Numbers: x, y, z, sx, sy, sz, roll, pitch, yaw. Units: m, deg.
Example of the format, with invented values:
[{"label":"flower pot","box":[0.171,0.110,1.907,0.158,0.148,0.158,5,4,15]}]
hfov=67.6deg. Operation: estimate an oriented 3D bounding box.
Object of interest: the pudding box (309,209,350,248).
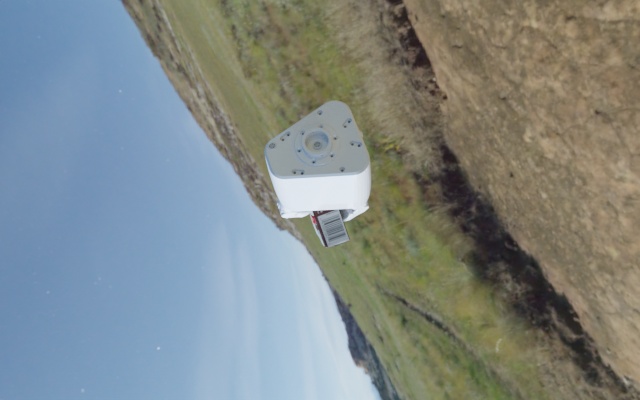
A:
[{"label":"pudding box","box":[0.000,0.002,0.669,0.039,0.113,0.090,-18,10,-4]}]
